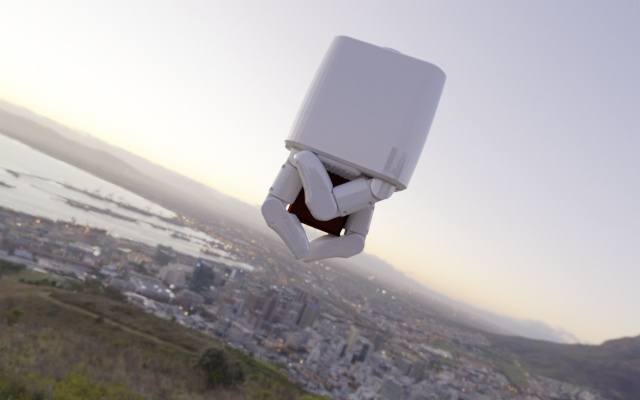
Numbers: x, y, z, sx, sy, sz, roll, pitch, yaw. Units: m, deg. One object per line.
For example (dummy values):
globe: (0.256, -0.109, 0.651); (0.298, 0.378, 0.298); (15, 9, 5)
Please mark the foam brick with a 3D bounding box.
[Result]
foam brick: (0.000, 0.002, 0.464); (0.053, 0.051, 0.078); (23, -5, -6)
